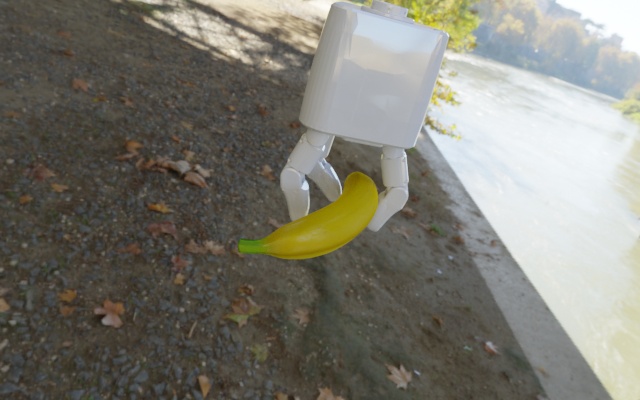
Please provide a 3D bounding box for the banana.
[{"bbox_3d":[0.014,0.009,0.441,0.069,0.037,0.197,24,29,25],"label":"banana"}]
